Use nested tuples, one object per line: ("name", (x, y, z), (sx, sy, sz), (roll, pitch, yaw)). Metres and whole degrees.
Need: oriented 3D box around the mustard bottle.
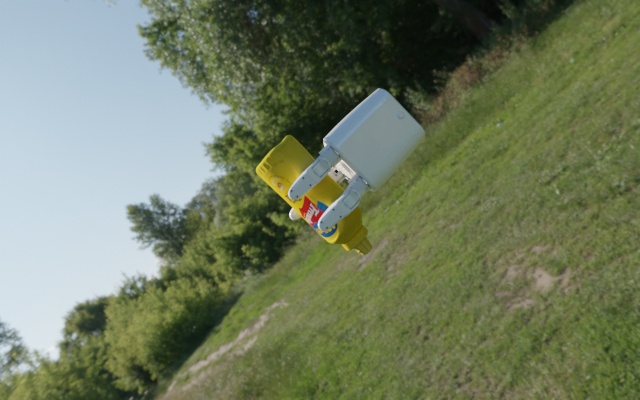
("mustard bottle", (0.000, 0.002, 0.656), (0.058, 0.191, 0.096), (-48, 6, -29))
